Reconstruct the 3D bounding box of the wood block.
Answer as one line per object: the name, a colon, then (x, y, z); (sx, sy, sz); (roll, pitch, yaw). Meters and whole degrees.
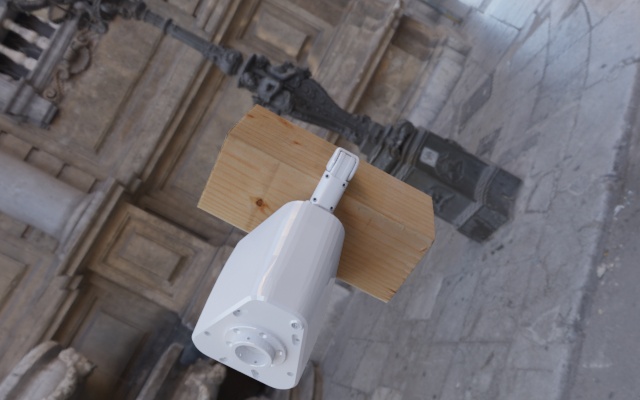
wood block: (0.000, 0.001, 0.475); (0.206, 0.091, 0.090); (28, 29, -5)
